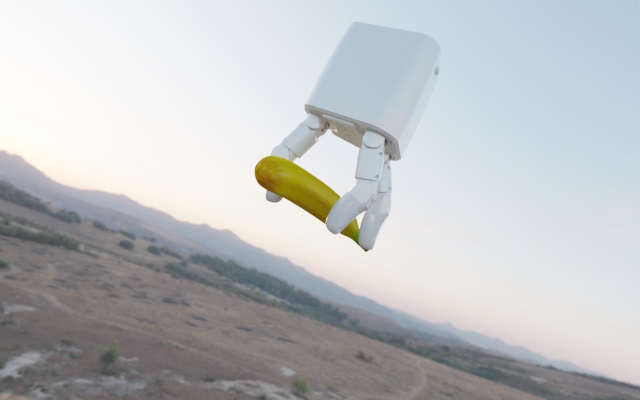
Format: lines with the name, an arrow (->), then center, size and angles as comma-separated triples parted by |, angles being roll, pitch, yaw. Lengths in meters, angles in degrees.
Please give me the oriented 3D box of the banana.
banana -> -0.010, -0.005, 0.474 | 0.069, 0.037, 0.198 | 35, 1, 41
